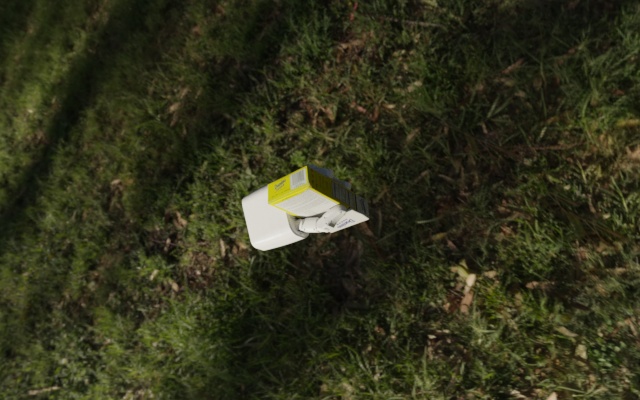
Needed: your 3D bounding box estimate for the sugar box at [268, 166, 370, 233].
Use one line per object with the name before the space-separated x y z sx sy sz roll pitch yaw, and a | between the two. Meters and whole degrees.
sugar box | 0.000 0.002 0.847 0.093 0.048 0.176 -22 -30 32
